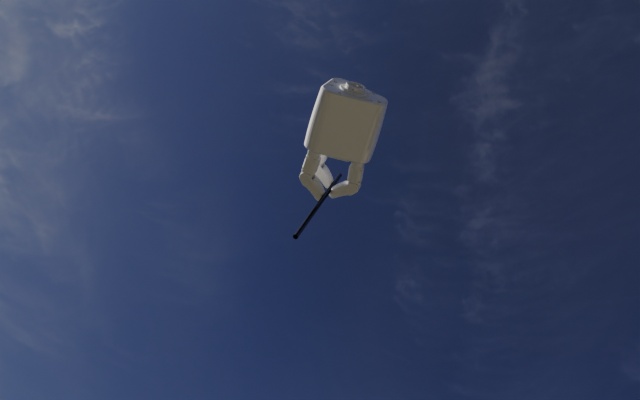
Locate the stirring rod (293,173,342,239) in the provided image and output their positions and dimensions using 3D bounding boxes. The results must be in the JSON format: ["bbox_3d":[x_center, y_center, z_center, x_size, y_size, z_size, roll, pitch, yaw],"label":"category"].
[{"bbox_3d":[0.000,0.003,0.803,0.011,0.011,0.239,0,25,20],"label":"stirring rod"}]
